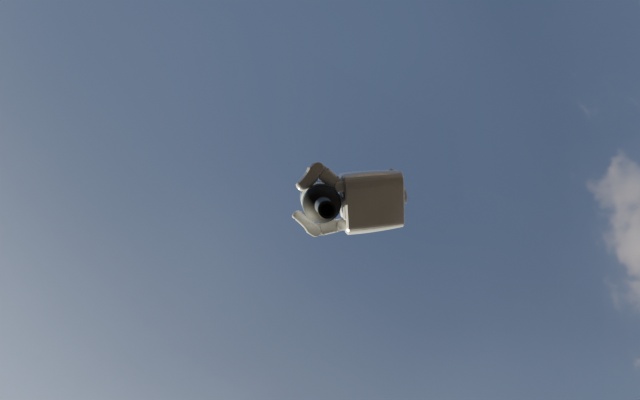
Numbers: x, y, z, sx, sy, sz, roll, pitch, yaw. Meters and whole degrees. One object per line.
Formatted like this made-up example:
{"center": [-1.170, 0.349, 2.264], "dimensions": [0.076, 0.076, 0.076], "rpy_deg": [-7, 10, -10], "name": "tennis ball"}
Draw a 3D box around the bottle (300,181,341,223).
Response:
{"center": [0.000, 0.003, 0.845], "dimensions": [0.069, 0.069, 0.295], "rpy_deg": [0, 4, -4], "name": "bottle"}
